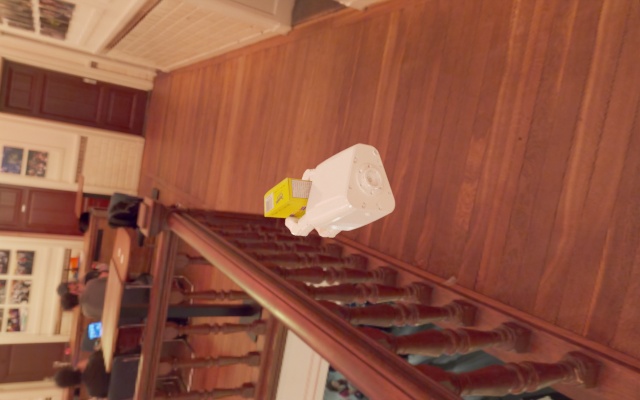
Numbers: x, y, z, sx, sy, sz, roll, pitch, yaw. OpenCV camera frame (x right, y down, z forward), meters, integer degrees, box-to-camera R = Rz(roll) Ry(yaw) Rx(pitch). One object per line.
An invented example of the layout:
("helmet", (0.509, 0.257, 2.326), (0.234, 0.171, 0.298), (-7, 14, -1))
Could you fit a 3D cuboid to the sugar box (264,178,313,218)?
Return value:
("sugar box", (0.000, 0.003, 0.828), (0.176, 0.048, 0.093), (7, -21, -31))
